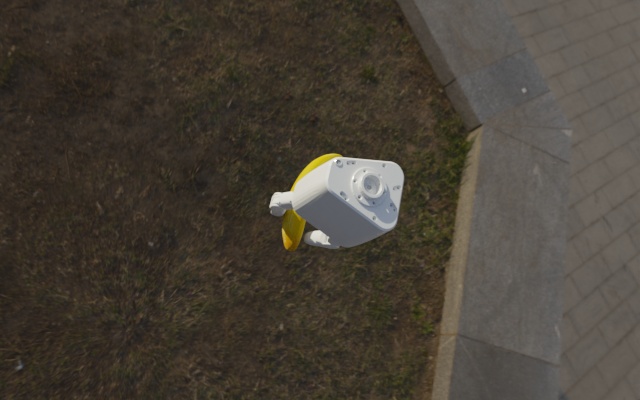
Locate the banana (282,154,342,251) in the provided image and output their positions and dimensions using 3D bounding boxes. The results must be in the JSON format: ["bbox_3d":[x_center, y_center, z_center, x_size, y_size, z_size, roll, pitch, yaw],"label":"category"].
[{"bbox_3d":[-0.011,-0.013,0.748,0.069,0.197,0.037,44,-29,-10],"label":"banana"}]
